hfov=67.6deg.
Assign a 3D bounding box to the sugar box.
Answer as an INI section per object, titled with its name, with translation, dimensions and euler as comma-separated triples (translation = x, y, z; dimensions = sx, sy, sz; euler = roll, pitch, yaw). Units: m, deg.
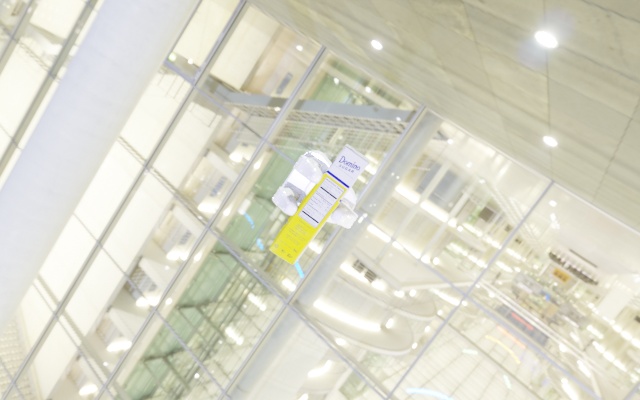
[sugar box]
translation = 0.000, 0.002, 0.674
dimensions = 0.048, 0.176, 0.093
euler = 34, 9, -2
